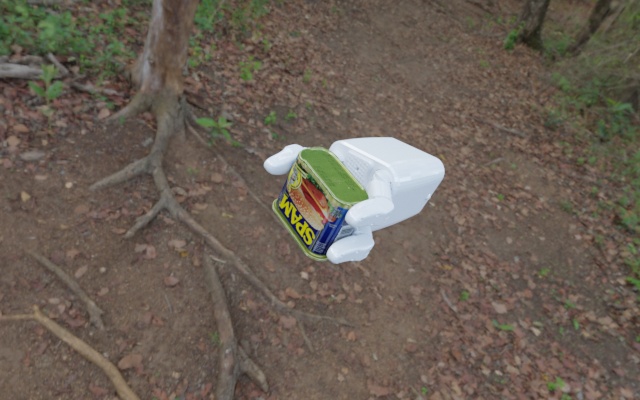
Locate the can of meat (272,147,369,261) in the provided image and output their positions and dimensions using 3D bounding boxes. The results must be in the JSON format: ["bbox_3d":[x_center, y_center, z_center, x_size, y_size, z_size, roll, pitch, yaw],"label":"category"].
[{"bbox_3d":[0.000,0.001,0.539,0.057,0.084,0.102,-9,49,-40],"label":"can of meat"}]
